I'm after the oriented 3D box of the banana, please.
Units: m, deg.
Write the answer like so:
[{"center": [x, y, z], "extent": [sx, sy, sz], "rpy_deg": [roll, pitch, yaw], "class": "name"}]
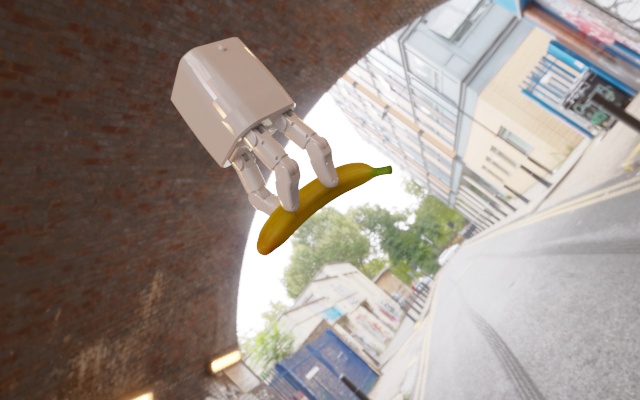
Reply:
[{"center": [-0.006, 0.000, 0.569], "extent": [0.197, 0.037, 0.069], "rpy_deg": [-34, 17, -23], "class": "banana"}]
